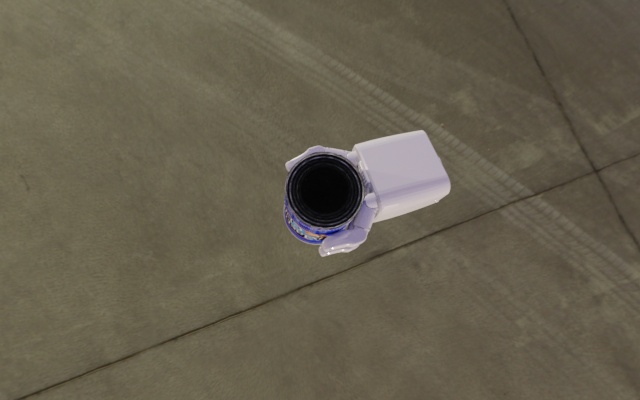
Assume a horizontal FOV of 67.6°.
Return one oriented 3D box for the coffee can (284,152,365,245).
[{"bbox_3d":[0.000,0.002,0.670,0.103,0.102,0.140,0,-13,-5],"label":"coffee can"}]
